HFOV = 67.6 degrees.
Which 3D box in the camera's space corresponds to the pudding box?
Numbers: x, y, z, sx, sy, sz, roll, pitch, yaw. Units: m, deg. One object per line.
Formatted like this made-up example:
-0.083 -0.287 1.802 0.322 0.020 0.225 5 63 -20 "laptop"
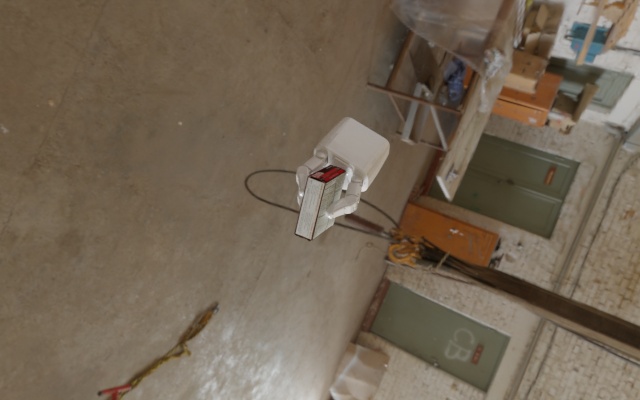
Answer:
0.000 0.003 0.816 0.039 0.113 0.090 21 23 20 "pudding box"
